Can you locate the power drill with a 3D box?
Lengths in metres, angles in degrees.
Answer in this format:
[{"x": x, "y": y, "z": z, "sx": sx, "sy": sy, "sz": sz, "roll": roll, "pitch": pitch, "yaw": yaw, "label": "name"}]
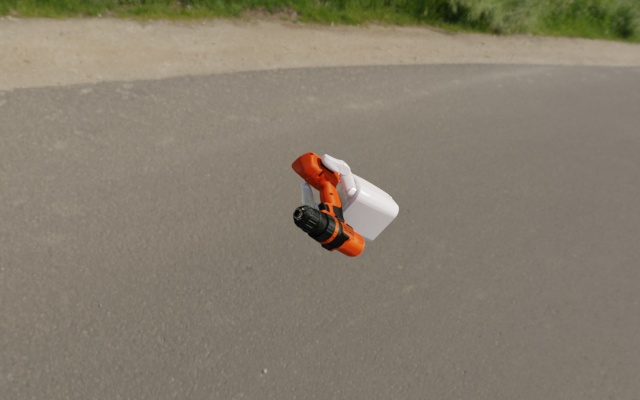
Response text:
[{"x": 0.000, "y": 0.003, "z": 0.877, "sx": 0.057, "sy": 0.187, "sz": 0.184, "roll": -30, "pitch": -39, "yaw": 21, "label": "power drill"}]
